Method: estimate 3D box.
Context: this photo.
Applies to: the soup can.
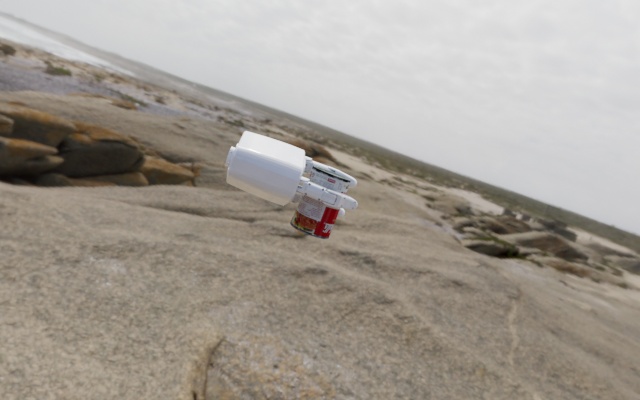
[{"bbox_3d":[0.001,0.002,0.772,0.068,0.102,0.068,21,7,-3],"label":"soup can"}]
